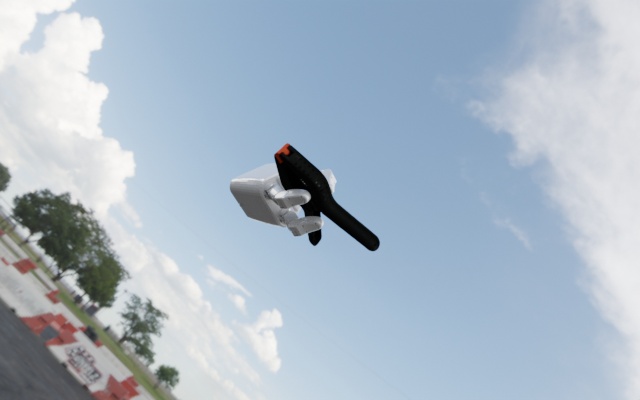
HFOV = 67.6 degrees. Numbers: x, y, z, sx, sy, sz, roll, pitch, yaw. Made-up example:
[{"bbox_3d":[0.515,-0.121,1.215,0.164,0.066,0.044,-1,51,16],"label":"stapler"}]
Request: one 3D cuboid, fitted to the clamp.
[{"bbox_3d":[0.000,0.002,0.759,0.164,0.210,0.036,5,43,46],"label":"clamp"}]
